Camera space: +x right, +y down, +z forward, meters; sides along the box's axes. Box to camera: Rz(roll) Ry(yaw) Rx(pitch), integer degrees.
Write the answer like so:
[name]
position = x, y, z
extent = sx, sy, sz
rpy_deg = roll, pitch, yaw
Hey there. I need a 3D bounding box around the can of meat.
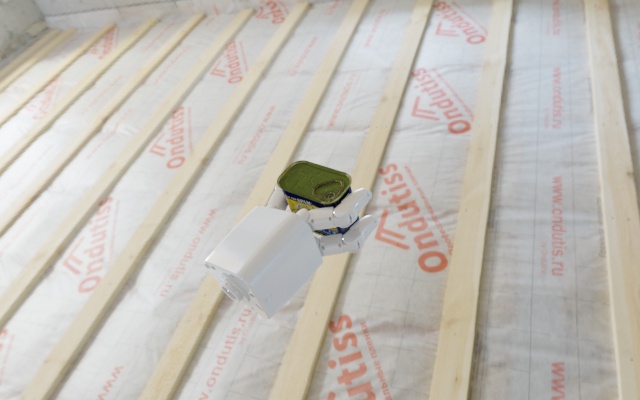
[can of meat]
position = 0.000, 0.002, 0.649
extent = 0.102, 0.084, 0.057
rpy_deg = 19, 55, 33
